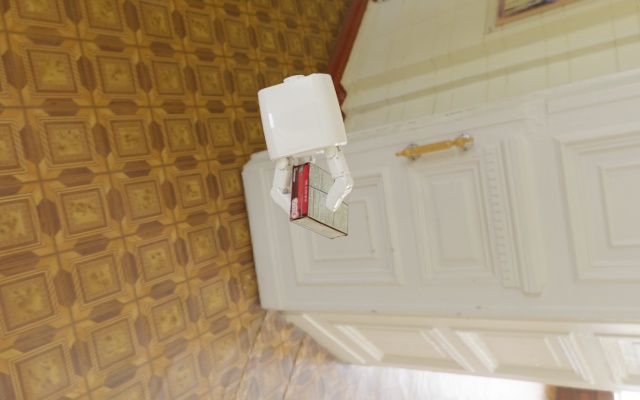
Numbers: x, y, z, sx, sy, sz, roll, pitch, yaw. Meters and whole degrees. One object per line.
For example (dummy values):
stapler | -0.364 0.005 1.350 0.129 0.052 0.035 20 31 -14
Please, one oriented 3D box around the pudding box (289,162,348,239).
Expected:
pudding box | 0.000 0.002 0.741 0.039 0.090 0.113 -12 -25 36
